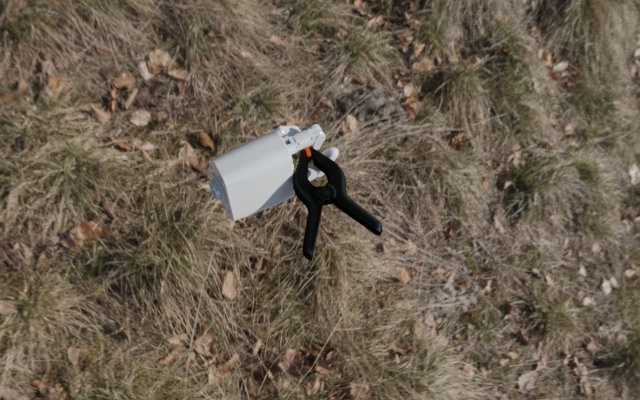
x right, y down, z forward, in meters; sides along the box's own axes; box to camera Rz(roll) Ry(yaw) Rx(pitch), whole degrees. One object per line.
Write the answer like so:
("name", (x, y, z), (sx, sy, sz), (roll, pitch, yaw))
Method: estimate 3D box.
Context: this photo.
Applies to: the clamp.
("clamp", (0.000, 0.002, 0.700), (0.120, 0.171, 0.039), (-26, -18, -18))
